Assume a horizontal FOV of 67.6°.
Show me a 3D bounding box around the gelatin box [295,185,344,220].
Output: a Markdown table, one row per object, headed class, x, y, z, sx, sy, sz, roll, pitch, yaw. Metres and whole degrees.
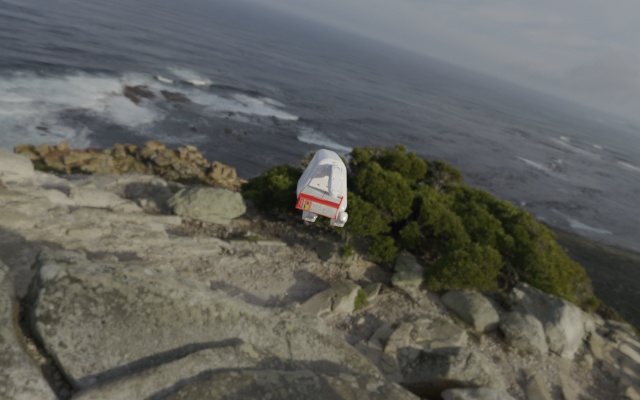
| class | x | y | z | sx | sy | sz | roll | pitch | yaw |
| --- | --- | --- | --- | --- | --- | --- | --- | --- | --- |
| gelatin box | 0.000 | 0.002 | 0.847 | 0.073 | 0.030 | 0.089 | 17 | 12 | 3 |
